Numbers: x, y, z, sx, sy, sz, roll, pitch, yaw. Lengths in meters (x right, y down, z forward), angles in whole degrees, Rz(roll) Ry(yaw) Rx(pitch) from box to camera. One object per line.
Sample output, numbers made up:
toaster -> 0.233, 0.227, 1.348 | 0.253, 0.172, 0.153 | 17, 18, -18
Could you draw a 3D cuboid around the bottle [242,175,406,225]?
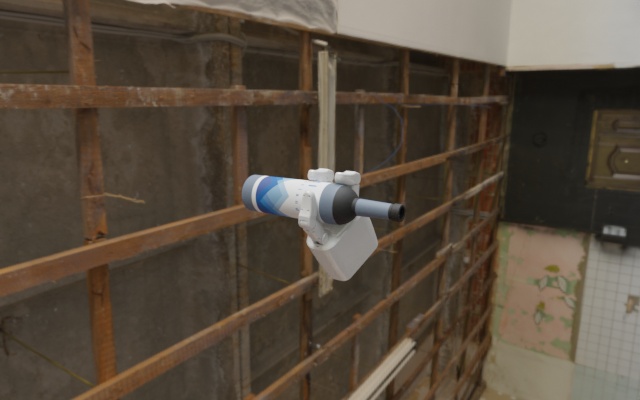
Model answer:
bottle -> 0.000, 0.003, 0.797 | 0.295, 0.069, 0.069 | 8, 4, 33
